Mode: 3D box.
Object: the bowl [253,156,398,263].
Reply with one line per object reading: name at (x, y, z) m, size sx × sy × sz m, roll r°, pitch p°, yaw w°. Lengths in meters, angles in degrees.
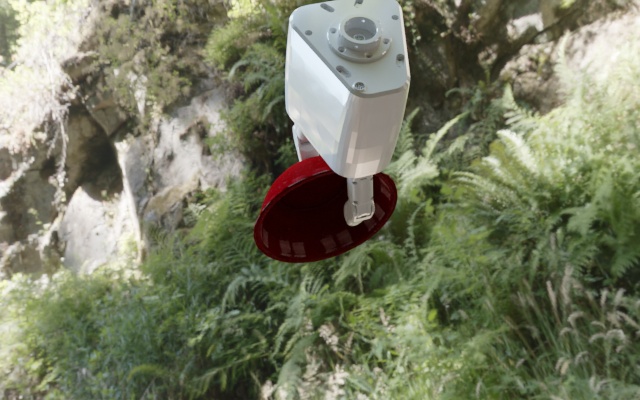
bowl at (0.000, 0.002, 0.527) m, size 0.162 × 0.055 × 0.162 m, roll -14°, pitch -37°, yaw -11°
